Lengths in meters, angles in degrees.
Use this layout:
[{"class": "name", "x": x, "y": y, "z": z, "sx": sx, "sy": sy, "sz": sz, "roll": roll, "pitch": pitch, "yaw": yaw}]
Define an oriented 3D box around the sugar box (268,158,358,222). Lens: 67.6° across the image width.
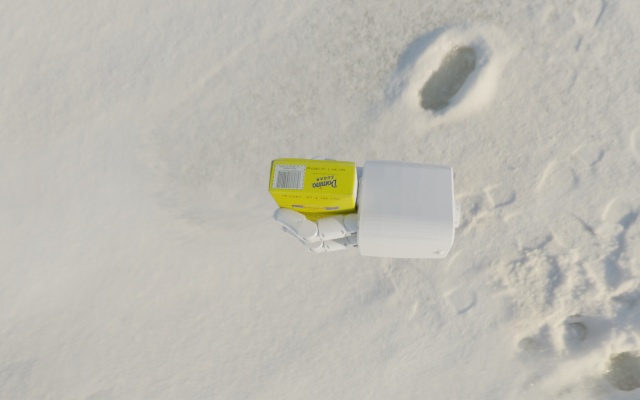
[{"class": "sugar box", "x": 0.000, "y": 0.002, "z": 0.586, "sx": 0.093, "sy": 0.048, "sz": 0.176, "roll": 4, "pitch": -20, "yaw": 9}]
